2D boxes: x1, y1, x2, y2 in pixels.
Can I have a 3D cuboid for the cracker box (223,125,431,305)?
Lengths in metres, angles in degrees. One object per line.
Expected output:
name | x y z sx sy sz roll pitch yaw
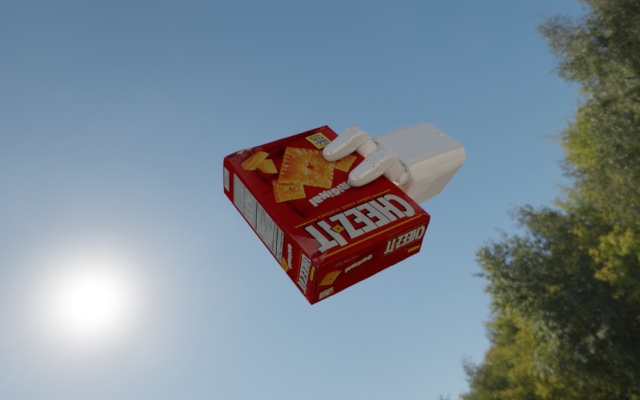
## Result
cracker box | 0.000 0.002 0.587 0.164 0.072 0.213 -21 48 -28
